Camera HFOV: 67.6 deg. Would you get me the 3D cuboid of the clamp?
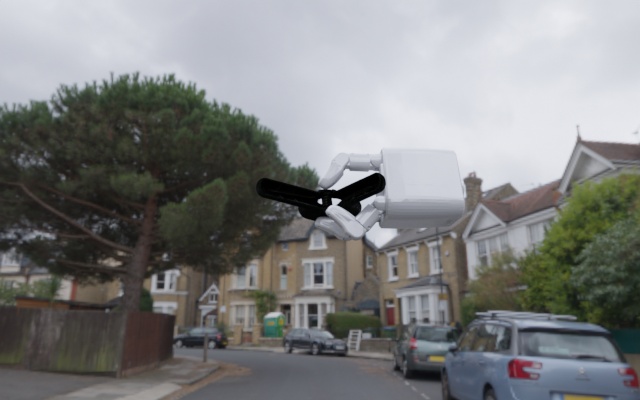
[{"bbox_3d":[0.000,0.002,0.687,0.164,0.036,0.210,0,-15,0],"label":"clamp"}]
